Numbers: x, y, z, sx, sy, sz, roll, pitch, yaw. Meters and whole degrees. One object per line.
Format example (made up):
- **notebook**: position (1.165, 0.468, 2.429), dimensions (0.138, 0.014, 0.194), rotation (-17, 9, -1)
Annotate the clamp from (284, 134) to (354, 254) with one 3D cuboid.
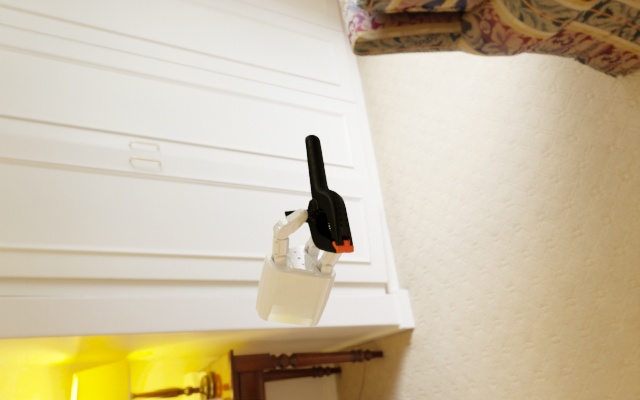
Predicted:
- **clamp**: position (0.000, 0.003, 0.738), dimensions (0.036, 0.165, 0.210), rotation (1, 27, -26)
